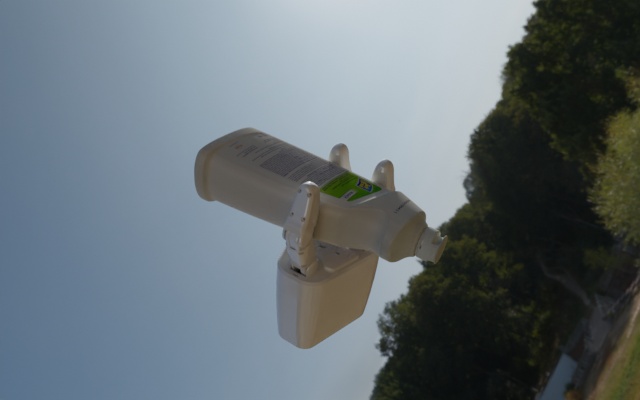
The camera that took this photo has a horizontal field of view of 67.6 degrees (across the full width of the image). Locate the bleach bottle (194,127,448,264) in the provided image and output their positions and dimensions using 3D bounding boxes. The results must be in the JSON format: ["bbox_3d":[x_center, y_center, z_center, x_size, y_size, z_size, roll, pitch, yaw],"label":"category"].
[{"bbox_3d":[0.000,0.001,0.476,0.251,0.068,0.102,24,38,24],"label":"bleach bottle"}]
